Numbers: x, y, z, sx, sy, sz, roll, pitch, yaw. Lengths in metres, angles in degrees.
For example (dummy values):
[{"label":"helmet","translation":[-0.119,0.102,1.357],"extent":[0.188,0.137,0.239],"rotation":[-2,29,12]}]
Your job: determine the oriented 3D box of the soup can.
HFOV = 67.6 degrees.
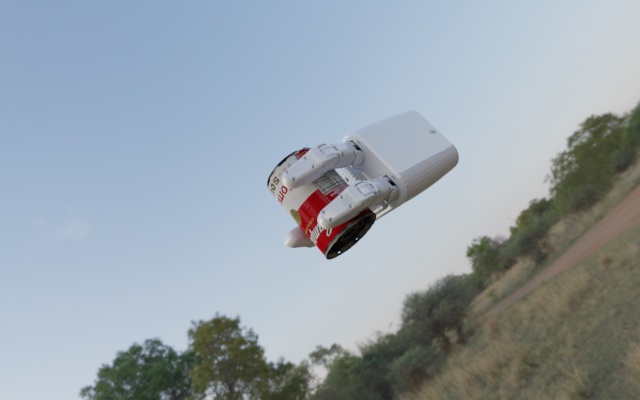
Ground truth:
[{"label":"soup can","translation":[-0.001,0.002,0.500],"extent":[0.068,0.102,0.068],"rotation":[-36,-20,-15]}]
